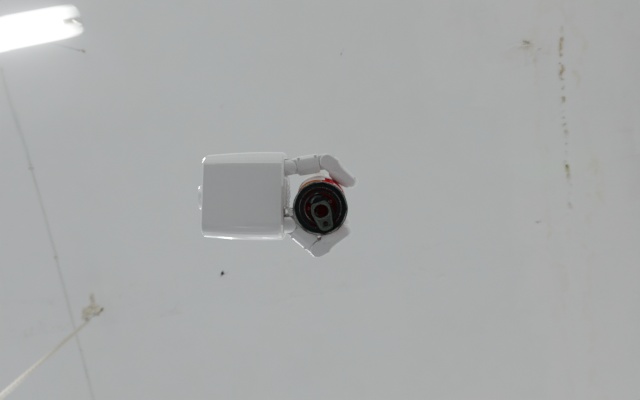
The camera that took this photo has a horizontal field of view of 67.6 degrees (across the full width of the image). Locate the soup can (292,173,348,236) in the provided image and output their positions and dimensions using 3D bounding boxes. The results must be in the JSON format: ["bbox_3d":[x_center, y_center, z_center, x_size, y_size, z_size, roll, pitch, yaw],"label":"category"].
[{"bbox_3d":[0.001,0.002,0.631,0.068,0.068,0.102,0,10,1],"label":"soup can"}]
